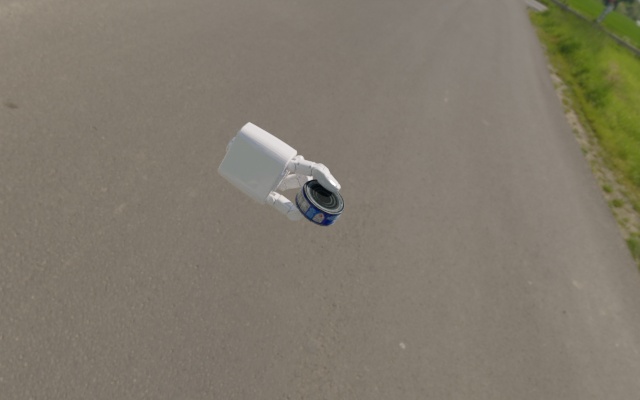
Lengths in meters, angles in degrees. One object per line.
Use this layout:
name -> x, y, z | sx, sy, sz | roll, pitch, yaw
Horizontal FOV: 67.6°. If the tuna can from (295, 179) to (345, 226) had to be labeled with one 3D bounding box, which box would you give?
tuna can -> 0.000, 0.002, 0.853 | 0.086, 0.086, 0.034 | 0, -41, -41
